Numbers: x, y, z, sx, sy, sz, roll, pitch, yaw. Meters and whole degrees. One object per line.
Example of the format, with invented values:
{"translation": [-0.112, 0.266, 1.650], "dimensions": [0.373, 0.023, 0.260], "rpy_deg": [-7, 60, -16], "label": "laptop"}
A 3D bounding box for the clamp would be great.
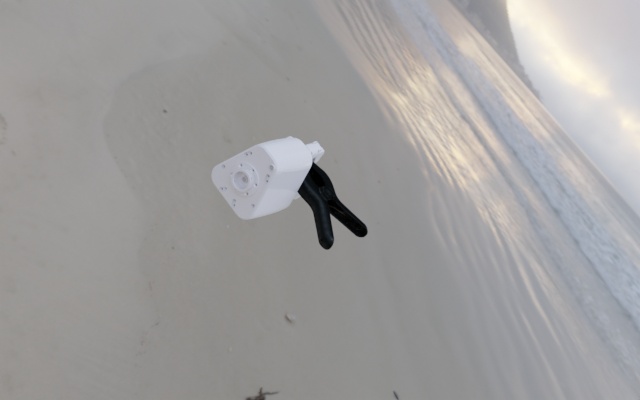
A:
{"translation": [0.000, 0.002, 0.762], "dimensions": [0.039, 0.171, 0.120], "rpy_deg": [-42, -8, 26], "label": "clamp"}
